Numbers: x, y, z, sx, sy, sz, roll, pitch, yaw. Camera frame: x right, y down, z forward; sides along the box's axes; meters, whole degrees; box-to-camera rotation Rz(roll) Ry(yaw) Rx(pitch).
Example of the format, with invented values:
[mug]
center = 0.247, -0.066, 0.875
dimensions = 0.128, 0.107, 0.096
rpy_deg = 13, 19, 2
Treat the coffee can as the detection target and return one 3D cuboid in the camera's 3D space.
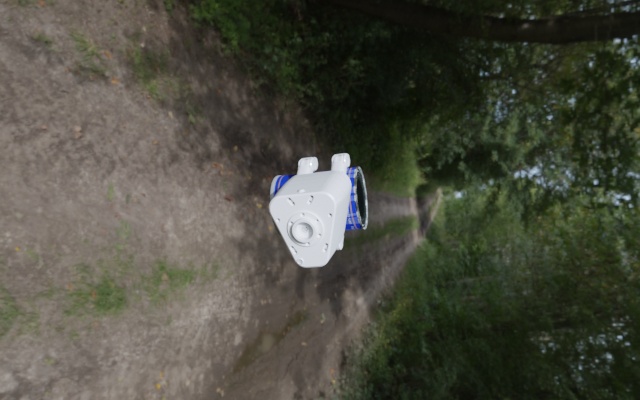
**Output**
[coffee can]
center = 0.000, 0.003, 0.786
dimensions = 0.140, 0.103, 0.103
rpy_deg = -6, -2, 14
